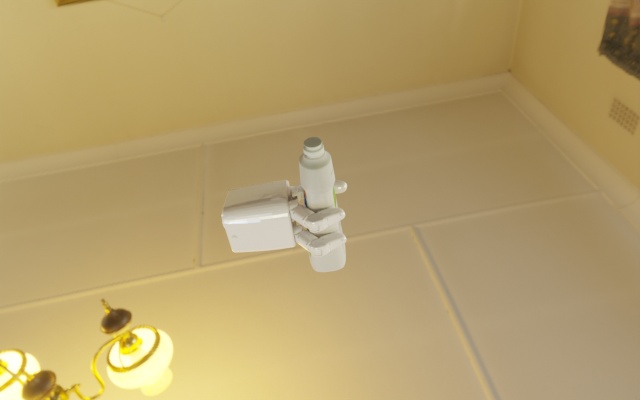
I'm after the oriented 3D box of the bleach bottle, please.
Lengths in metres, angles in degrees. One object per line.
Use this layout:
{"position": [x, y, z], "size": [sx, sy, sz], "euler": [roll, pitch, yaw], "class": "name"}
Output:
{"position": [0.000, 0.003, 0.795], "size": [0.068, 0.251, 0.102], "euler": [-8, 41, 0], "class": "bleach bottle"}
